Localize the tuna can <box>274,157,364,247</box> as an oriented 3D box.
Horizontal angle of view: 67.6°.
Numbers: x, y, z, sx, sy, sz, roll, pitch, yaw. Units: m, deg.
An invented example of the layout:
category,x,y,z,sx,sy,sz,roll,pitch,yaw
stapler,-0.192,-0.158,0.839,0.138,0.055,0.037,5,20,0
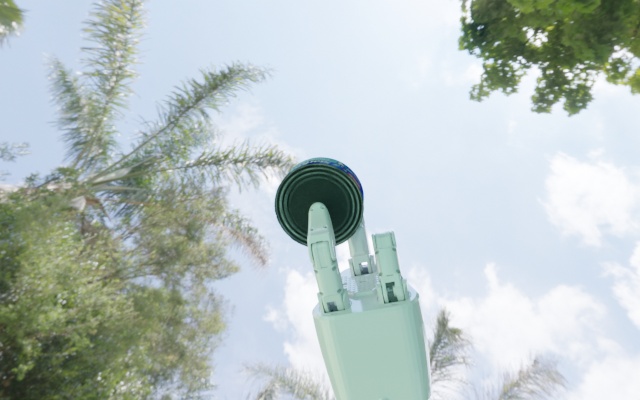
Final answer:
category,x,y,z,sx,sy,sz,roll,pitch,yaw
tuna can,0.000,0.001,0.467,0.086,0.086,0.033,0,18,7
